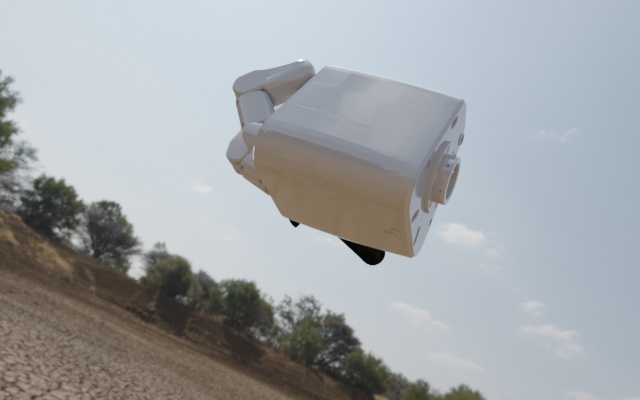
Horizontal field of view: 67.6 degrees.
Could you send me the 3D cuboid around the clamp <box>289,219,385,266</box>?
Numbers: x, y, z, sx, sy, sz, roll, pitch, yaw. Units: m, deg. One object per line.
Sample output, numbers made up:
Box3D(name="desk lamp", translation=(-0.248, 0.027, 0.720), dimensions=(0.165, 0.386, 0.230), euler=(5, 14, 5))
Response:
Box3D(name="clamp", translation=(0.000, 0.001, 0.437), dimensions=(0.120, 0.039, 0.172), euler=(22, -20, 25))
